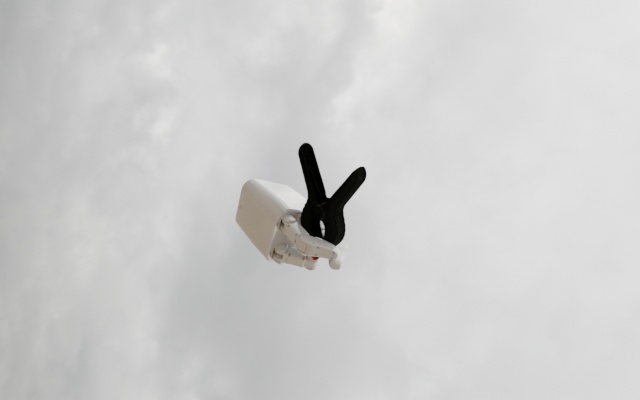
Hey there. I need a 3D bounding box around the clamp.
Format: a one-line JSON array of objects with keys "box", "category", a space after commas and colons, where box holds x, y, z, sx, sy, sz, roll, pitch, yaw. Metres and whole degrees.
[{"box": [0.001, 0.002, 0.695, 0.039, 0.171, 0.120, -10, 38, -40], "category": "clamp"}]
